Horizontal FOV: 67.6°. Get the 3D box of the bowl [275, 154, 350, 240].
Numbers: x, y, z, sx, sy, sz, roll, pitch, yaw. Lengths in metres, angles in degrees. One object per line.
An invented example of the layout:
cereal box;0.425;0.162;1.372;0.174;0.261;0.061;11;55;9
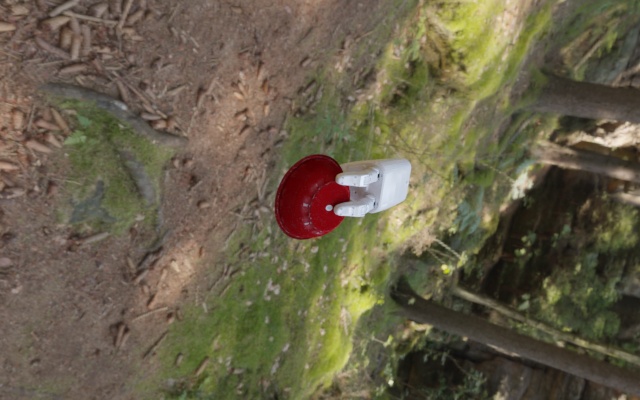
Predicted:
bowl;-0.001;0.003;0.840;0.162;0.162;0.055;0;18;-41
